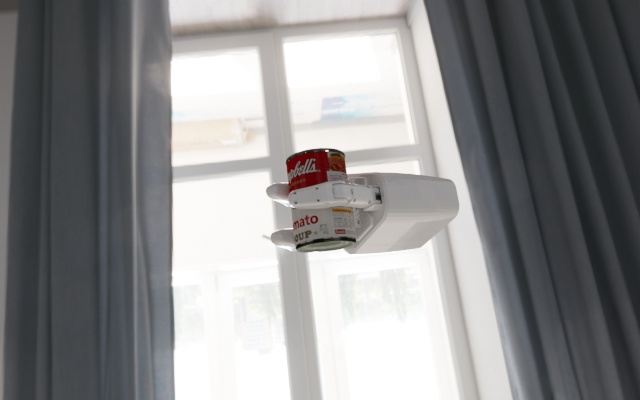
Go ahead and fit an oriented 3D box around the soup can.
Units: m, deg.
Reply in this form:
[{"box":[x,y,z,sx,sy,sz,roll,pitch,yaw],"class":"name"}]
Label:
[{"box":[0.000,0.002,0.526,0.068,0.102,0.068,-6,-15,-2],"class":"soup can"}]
